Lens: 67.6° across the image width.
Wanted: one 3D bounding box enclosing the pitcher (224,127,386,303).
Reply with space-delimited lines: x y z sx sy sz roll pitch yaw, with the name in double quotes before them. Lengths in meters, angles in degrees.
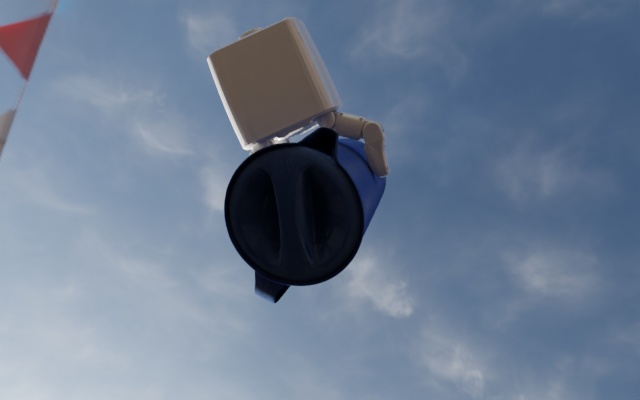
"pitcher" 0.000 0.002 0.538 0.149 0.145 0.243 -23 4 19
